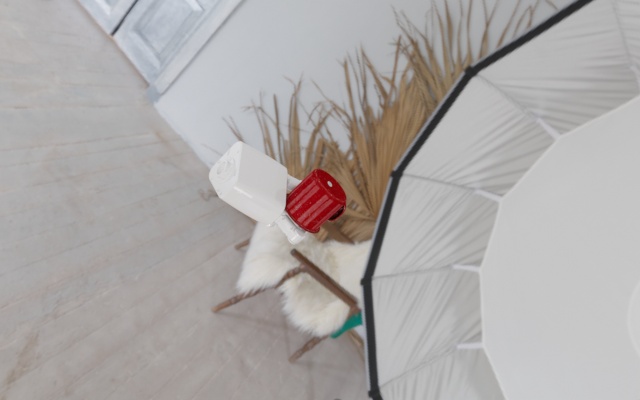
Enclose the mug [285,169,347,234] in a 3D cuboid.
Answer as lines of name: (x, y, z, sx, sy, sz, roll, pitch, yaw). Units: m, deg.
mug: (0.001, 0.003, 0.857, 0.081, 0.093, 0.117, -43, -49, 21)
